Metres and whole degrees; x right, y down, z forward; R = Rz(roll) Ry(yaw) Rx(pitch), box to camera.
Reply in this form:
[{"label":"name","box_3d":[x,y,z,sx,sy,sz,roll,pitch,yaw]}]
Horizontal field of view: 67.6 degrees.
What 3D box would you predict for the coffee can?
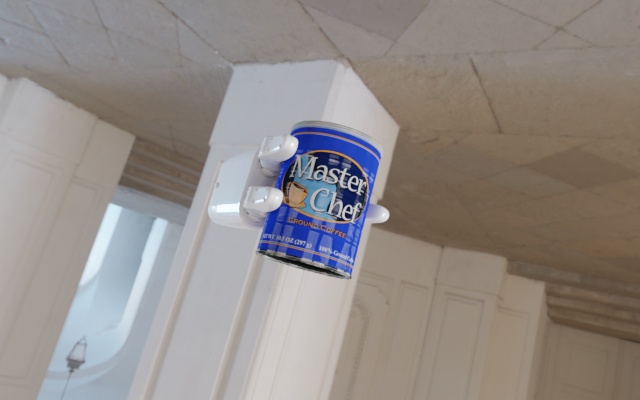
[{"label":"coffee can","box_3d":[0.000,0.002,0.503,0.103,0.140,0.103,15,-12,3]}]
